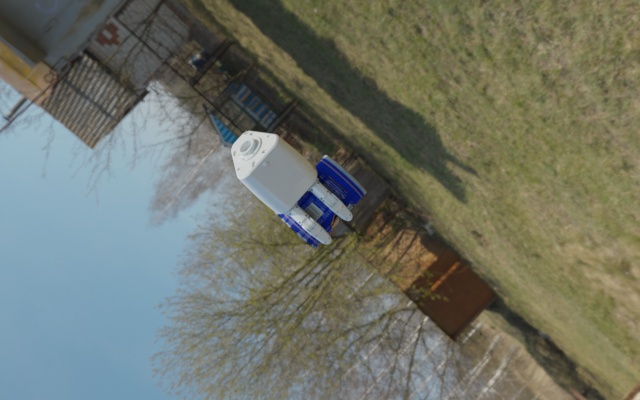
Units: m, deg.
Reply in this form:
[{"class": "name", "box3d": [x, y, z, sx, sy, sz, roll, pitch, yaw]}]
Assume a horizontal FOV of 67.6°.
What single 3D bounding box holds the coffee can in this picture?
[{"class": "coffee can", "box3d": [0.000, 0.003, 0.870, 0.103, 0.140, 0.103, 42, -1, 1]}]
